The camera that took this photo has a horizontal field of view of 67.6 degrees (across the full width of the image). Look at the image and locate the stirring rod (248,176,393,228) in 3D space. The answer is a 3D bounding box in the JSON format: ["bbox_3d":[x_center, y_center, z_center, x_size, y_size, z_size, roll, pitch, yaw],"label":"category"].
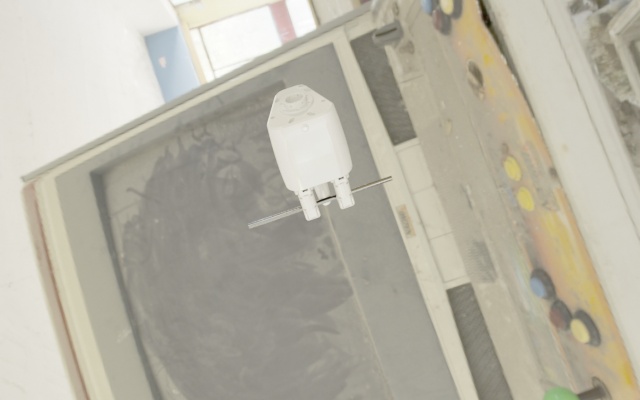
[{"bbox_3d":[0.000,0.002,0.761,0.239,0.011,0.011,-19,0,-1],"label":"stirring rod"}]
